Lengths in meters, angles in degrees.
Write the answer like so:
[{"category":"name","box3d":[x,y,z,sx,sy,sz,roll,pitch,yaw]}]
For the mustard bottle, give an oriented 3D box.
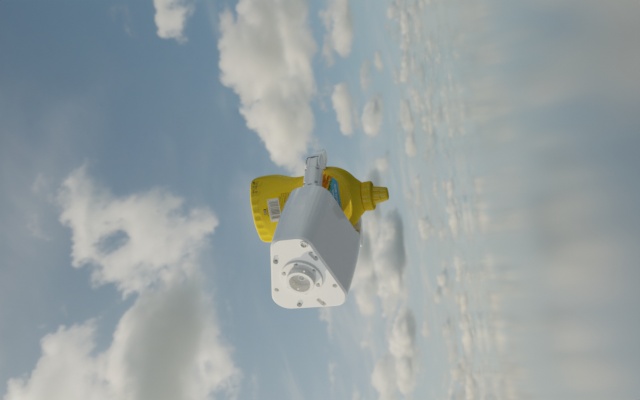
[{"category":"mustard bottle","box3d":[0.000,0.002,0.673,0.191,0.096,0.058,-7,6,17]}]
